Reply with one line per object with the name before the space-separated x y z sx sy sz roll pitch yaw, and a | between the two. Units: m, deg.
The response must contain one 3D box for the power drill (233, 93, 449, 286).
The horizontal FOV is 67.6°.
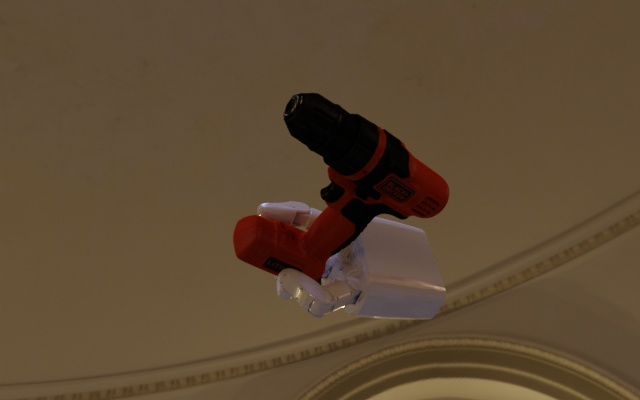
power drill | 0.000 0.002 0.450 0.184 0.057 0.188 30 -52 -31
